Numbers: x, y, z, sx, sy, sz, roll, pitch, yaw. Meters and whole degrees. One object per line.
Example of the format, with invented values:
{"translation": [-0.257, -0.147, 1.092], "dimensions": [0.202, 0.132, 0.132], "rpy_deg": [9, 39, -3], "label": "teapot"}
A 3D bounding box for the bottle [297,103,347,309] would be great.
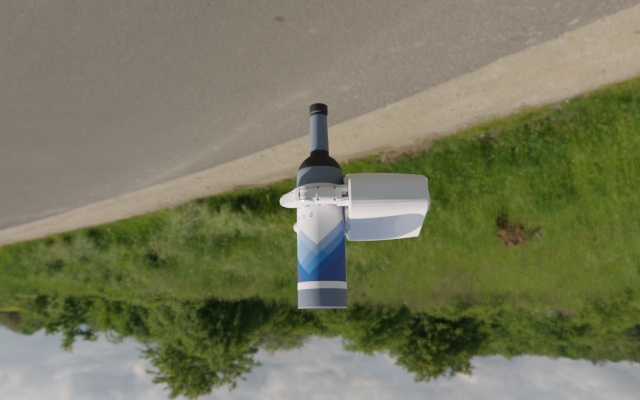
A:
{"translation": [0.000, 0.002, 0.678], "dimensions": [0.069, 0.295, 0.069], "rpy_deg": [-1, -14, 0], "label": "bottle"}
